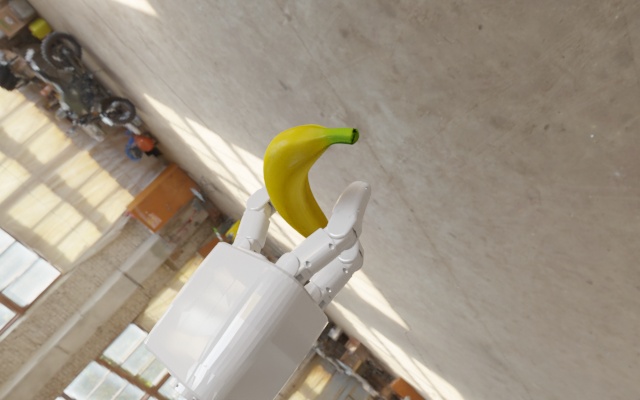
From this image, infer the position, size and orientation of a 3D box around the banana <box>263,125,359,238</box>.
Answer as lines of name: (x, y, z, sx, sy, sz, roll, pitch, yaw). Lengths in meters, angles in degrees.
banana: (-0.016, -0.009, 0.408, 0.069, 0.037, 0.198, 29, -23, 9)
